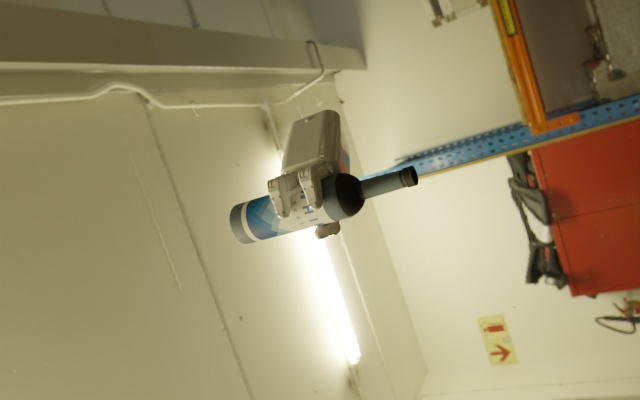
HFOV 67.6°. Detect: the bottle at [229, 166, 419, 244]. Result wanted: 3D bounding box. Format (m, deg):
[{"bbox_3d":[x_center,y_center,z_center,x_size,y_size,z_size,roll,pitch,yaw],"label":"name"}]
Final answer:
[{"bbox_3d":[0.000,0.002,0.702,0.296,0.069,0.069,-16,-8,28],"label":"bottle"}]
